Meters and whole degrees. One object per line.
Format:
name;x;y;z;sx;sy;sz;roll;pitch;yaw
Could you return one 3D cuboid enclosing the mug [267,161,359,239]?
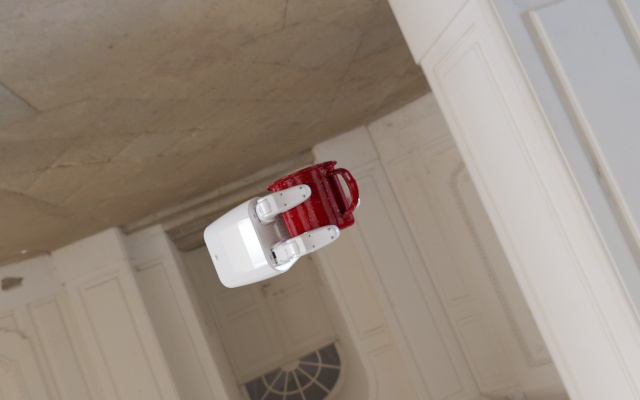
mug;0.001;0.002;0.580;0.117;0.081;0.093;-24;-5;38
